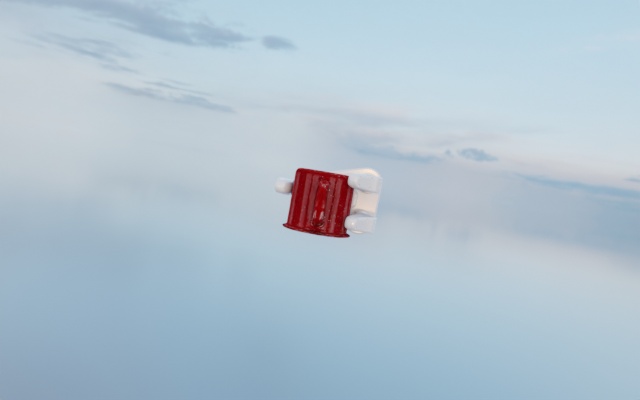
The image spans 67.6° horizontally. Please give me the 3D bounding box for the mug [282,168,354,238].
[{"bbox_3d":[0.000,0.002,0.631,0.093,0.081,0.117,10,2,3],"label":"mug"}]
